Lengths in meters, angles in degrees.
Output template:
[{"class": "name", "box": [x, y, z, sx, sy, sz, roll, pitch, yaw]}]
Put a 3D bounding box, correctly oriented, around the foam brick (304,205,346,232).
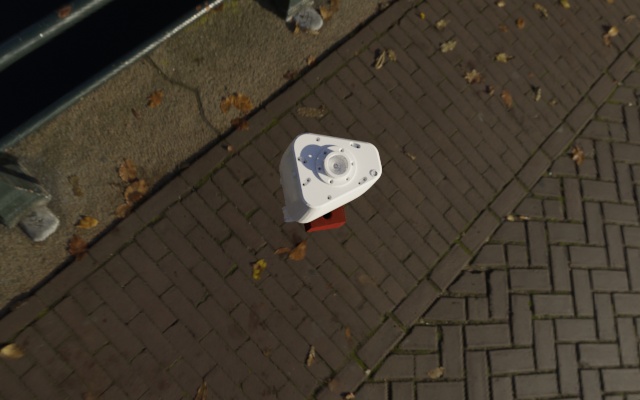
[{"class": "foam brick", "box": [0.000, 0.003, 0.686, 0.053, 0.078, 0.051, -10, -7, -13]}]
